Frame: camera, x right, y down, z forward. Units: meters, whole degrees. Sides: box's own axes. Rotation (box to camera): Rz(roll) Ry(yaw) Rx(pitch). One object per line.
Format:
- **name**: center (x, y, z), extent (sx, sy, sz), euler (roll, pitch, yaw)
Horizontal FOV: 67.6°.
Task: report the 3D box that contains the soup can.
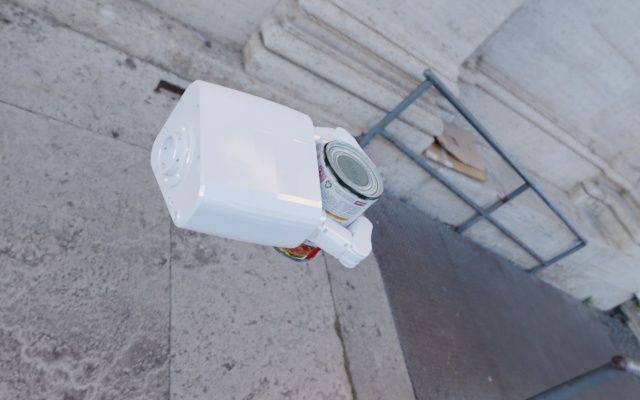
- **soup can**: center (0.001, 0.001, 0.442), extent (0.068, 0.068, 0.102), euler (0, -37, -48)
